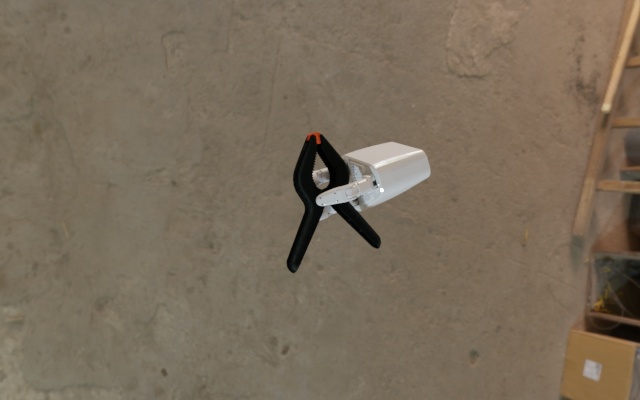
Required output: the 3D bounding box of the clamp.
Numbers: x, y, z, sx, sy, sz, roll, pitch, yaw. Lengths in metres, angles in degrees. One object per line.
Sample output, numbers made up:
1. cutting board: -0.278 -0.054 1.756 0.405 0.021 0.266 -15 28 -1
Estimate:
1. clamp: 0.001 0.002 0.736 0.164 0.210 0.036 -20 8 -25
